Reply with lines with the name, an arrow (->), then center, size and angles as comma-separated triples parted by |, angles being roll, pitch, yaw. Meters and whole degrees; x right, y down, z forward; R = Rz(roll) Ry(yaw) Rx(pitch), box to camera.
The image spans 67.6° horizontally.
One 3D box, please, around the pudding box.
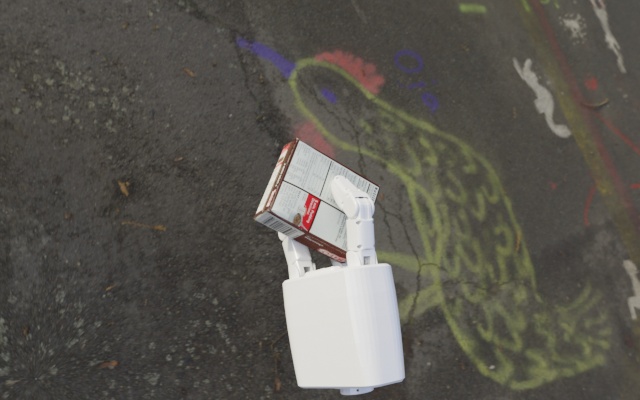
pudding box -> 0.000, 0.002, 0.498 | 0.113, 0.090, 0.039 | 30, -26, -21
